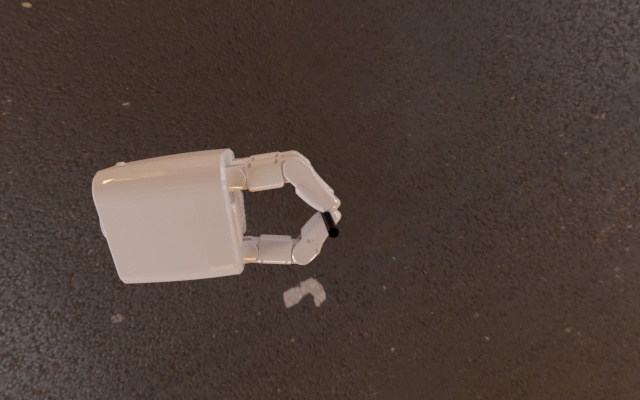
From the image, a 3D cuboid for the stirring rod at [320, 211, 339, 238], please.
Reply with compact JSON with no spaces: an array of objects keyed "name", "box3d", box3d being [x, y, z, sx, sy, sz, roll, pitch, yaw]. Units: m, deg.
[{"name":"stirring rod","box3d":[0.000,0.002,0.464,0.011,0.011,0.239,0,10,-5]}]
